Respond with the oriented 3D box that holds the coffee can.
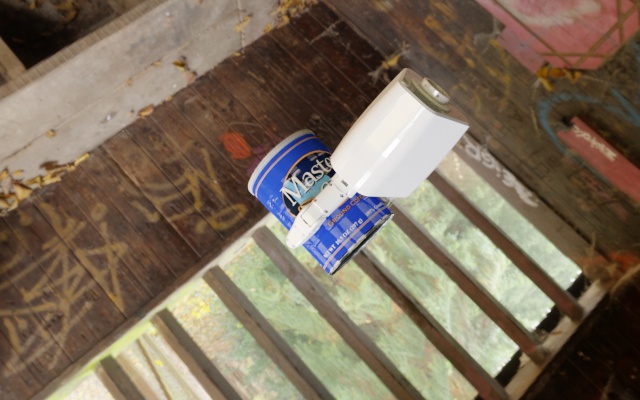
[{"bbox_3d":[0.000,0.002,0.556,0.103,0.140,0.103,-42,-11,-10],"label":"coffee can"}]
